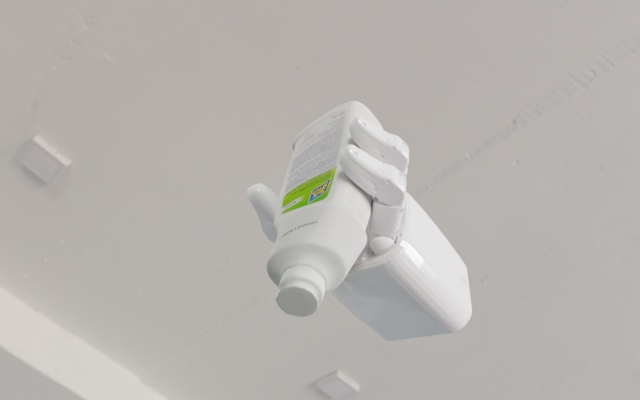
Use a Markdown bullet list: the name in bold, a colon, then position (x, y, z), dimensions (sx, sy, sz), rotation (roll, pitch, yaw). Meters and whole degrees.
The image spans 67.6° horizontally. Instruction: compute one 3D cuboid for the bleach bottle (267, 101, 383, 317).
- **bleach bottle**: position (0.000, 0.001, 0.417), dimensions (0.102, 0.068, 0.250), rotation (-32, 22, 28)
